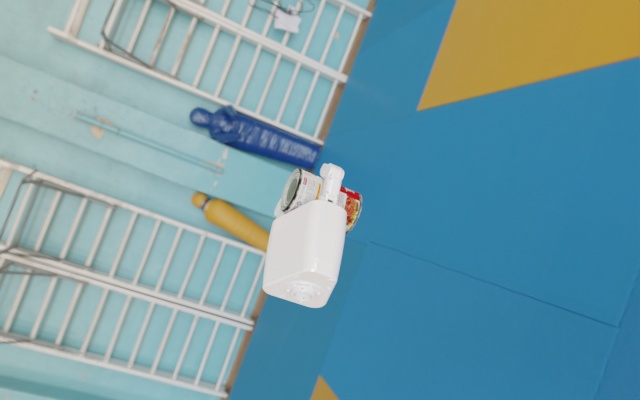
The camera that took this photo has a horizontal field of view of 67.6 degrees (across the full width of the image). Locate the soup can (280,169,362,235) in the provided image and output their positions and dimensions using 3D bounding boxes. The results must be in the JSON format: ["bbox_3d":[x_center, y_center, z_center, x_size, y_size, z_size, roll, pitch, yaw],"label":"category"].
[{"bbox_3d":[0.000,0.002,0.697,0.102,0.068,0.068,22,-7,-18],"label":"soup can"}]
